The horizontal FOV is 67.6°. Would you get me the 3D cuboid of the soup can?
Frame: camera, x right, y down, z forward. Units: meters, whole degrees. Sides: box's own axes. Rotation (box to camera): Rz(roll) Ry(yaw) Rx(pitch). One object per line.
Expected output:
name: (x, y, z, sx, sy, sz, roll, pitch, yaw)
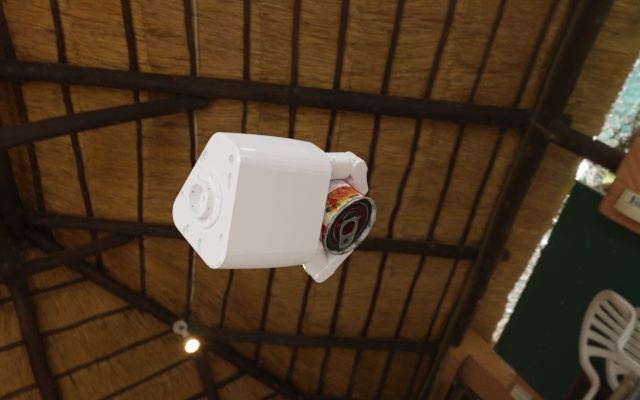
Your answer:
soup can: (0.000, 0.001, 0.505, 0.068, 0.068, 0.102, 0, 30, -46)
